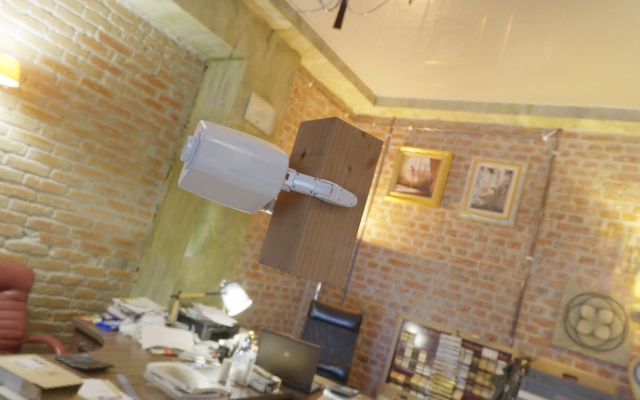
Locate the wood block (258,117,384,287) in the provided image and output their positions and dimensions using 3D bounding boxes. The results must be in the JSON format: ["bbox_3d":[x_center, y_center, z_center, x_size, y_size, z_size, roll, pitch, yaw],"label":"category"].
[{"bbox_3d":[0.000,0.002,0.650,0.090,0.206,0.091,21,-9,-34],"label":"wood block"}]
